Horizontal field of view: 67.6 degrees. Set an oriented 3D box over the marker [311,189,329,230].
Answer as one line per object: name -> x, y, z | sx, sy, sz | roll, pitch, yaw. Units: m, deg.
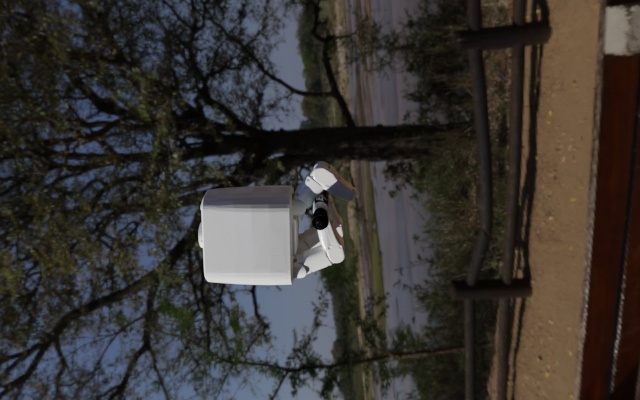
marker -> 0.000, 0.002, 0.562 | 0.020, 0.020, 0.121 | 0, 24, 1
